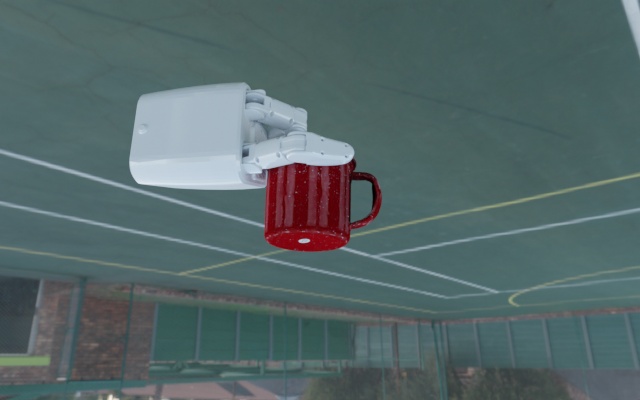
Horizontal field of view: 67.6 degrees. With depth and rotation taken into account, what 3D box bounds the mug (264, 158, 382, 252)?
[{"bbox_3d":[0.002,0.002,0.458,0.117,0.081,0.093,-2,-19,8],"label":"mug"}]
